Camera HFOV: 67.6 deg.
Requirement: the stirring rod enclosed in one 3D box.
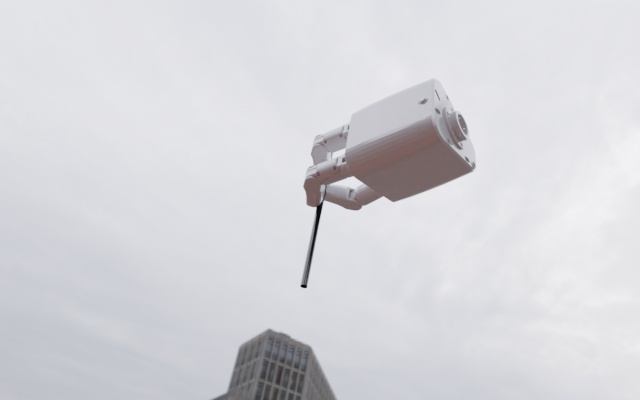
[{"bbox_3d":[0.000,0.002,0.591,0.011,0.239,0.011,7,-40,6],"label":"stirring rod"}]
